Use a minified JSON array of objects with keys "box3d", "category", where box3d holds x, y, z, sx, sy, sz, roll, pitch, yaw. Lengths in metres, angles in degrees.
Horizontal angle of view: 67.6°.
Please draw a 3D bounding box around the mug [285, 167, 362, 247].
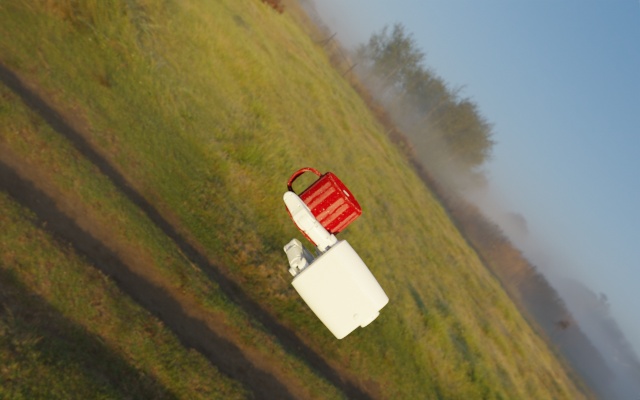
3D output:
[{"box3d":[-0.001,0.001,0.714,0.081,0.117,0.093,-39,-6,10],"category":"mug"}]
